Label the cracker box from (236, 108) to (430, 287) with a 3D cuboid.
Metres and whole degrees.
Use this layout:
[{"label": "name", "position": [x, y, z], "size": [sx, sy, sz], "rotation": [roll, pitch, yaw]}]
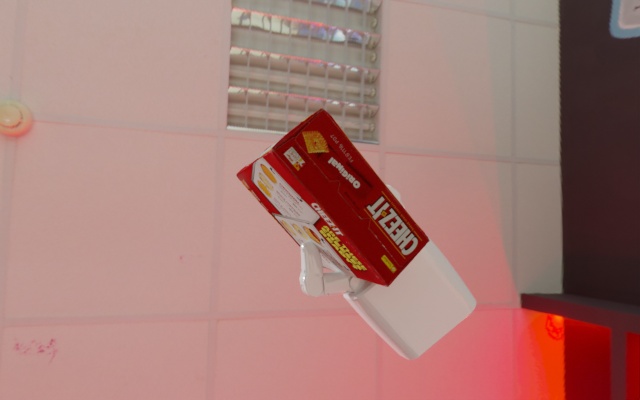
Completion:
[{"label": "cracker box", "position": [0.000, 0.002, 0.524], "size": [0.072, 0.164, 0.214], "rotation": [-44, 10, -15]}]
